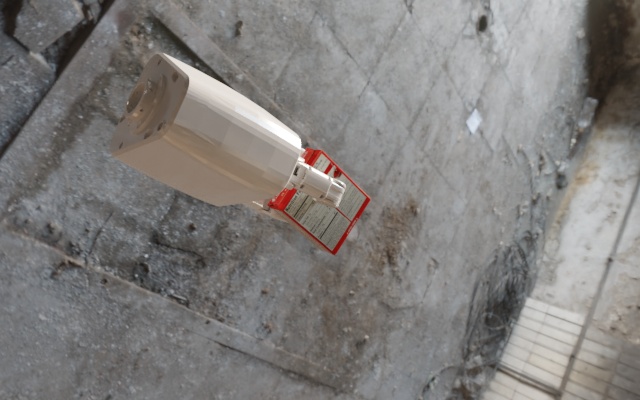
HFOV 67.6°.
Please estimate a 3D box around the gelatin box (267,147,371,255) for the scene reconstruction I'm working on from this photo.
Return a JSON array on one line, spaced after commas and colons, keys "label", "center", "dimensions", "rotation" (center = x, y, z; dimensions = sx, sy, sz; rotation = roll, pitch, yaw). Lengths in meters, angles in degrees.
[{"label": "gelatin box", "center": [0.001, 0.002, 0.486], "dimensions": [0.089, 0.073, 0.030], "rotation": [42, -16, -33]}]
